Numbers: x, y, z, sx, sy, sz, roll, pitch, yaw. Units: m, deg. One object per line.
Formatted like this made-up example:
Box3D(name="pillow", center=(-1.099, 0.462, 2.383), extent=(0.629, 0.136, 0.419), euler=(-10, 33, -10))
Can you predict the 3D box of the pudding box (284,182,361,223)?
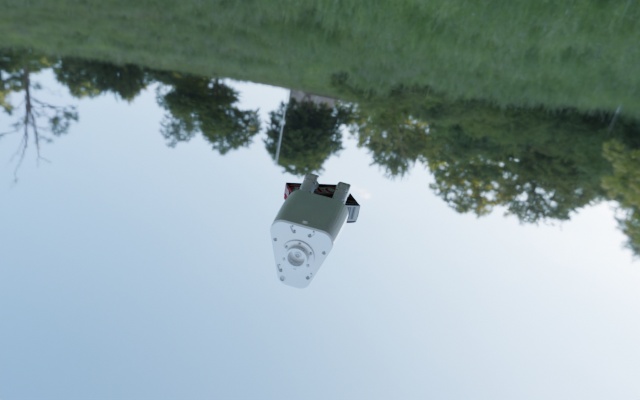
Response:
Box3D(name="pudding box", center=(0.000, 0.003, 0.821), extent=(0.113, 0.039, 0.090), euler=(3, 25, -19))
